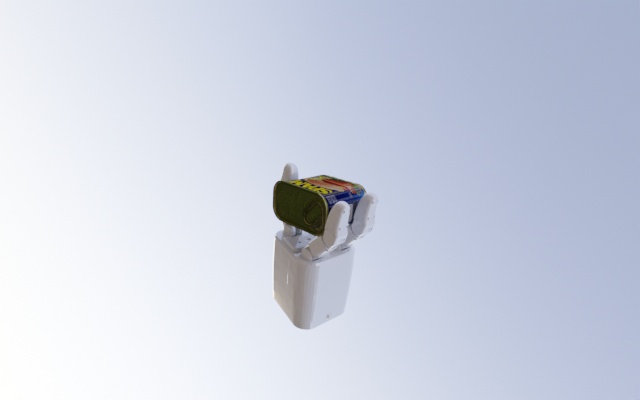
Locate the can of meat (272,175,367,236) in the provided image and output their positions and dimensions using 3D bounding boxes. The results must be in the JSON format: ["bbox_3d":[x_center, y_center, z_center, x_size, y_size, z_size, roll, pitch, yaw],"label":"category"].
[{"bbox_3d":[0.000,0.002,0.642,0.084,0.057,0.102,-14,24,-43],"label":"can of meat"}]
